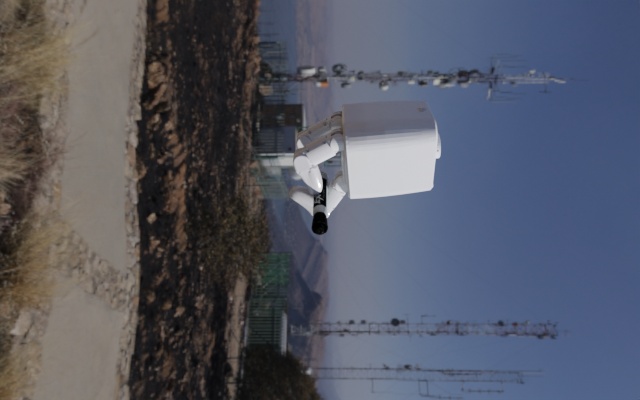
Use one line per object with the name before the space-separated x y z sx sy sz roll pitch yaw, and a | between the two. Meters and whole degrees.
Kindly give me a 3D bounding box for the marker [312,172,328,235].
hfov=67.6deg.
marker | 0.000 0.002 0.584 0.020 0.020 0.121 0 32 1
